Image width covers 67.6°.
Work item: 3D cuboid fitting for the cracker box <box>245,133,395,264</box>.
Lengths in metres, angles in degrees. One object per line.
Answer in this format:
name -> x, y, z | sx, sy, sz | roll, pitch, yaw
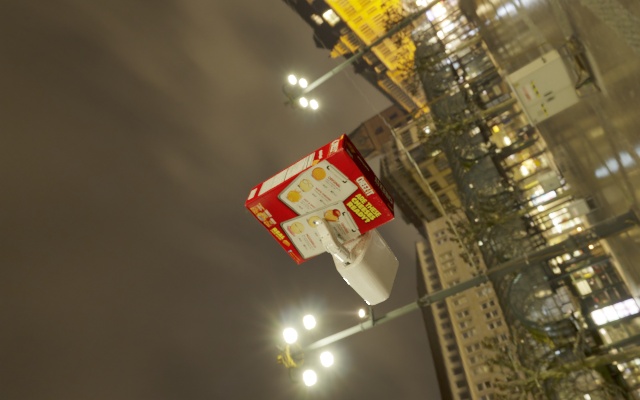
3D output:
cracker box -> 0.000, 0.003, 0.860 | 0.214, 0.164, 0.072 | -29, 26, 23
